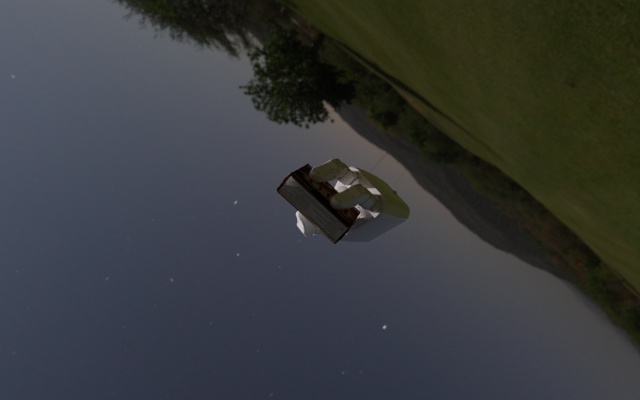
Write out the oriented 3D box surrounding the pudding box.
[{"bbox_3d":[0.000,0.002,0.682,0.113,0.039,0.090,41,18,2],"label":"pudding box"}]
